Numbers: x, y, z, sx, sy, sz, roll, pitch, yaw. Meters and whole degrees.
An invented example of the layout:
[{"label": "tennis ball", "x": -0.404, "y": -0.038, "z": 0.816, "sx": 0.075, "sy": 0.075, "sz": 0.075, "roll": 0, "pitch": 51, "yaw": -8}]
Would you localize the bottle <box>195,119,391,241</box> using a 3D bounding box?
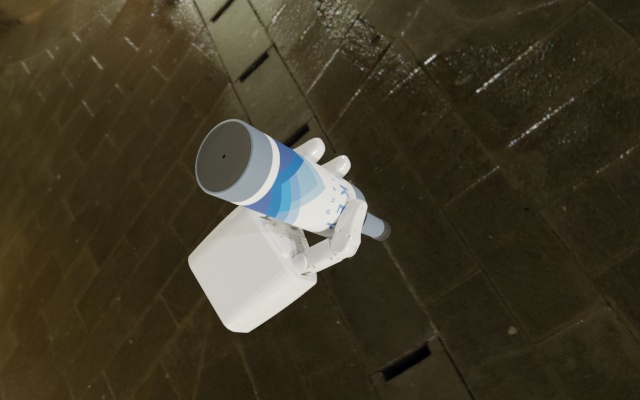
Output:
[{"label": "bottle", "x": 0.000, "y": 0.002, "z": 0.511, "sx": 0.069, "sy": 0.069, "sz": 0.296, "roll": 0, "pitch": -15, "yaw": 34}]
